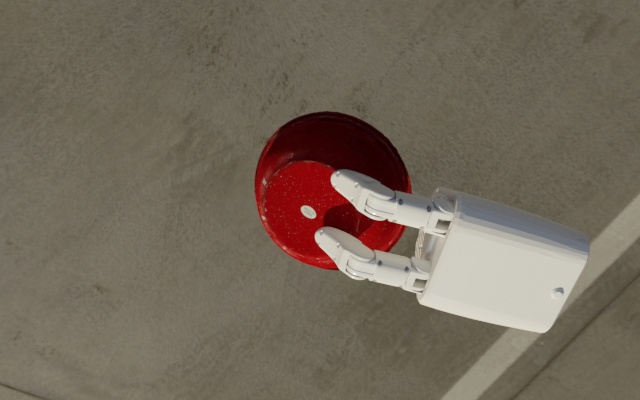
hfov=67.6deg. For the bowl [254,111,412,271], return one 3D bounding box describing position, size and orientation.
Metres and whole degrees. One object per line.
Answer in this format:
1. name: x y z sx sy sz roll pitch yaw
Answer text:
1. bowl: -0.001 0.001 0.444 0.162 0.162 0.055 0 17 21
